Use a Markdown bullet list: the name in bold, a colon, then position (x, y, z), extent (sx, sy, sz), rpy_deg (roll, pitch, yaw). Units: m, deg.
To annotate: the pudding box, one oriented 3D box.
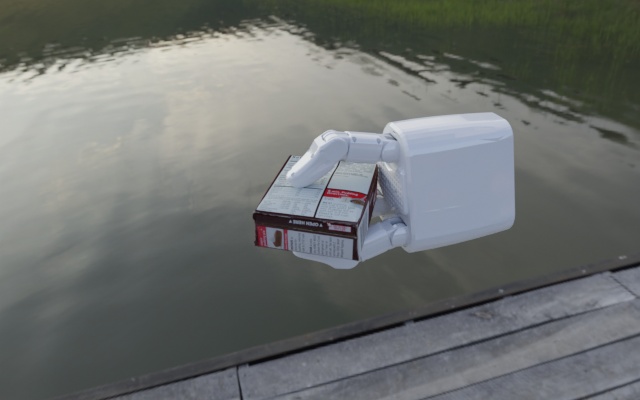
- **pudding box**: position (0.000, 0.001, 0.425), extent (0.090, 0.039, 0.113), rpy_deg (6, 30, 12)
